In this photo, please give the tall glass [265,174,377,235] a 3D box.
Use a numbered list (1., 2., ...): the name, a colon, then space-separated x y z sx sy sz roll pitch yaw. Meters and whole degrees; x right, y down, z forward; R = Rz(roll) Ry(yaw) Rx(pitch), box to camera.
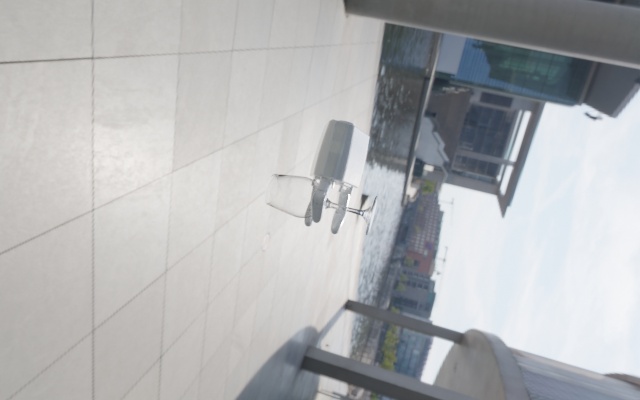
1. tall glass: 0.001 0.003 0.891 0.201 0.079 0.079 14 3 10
